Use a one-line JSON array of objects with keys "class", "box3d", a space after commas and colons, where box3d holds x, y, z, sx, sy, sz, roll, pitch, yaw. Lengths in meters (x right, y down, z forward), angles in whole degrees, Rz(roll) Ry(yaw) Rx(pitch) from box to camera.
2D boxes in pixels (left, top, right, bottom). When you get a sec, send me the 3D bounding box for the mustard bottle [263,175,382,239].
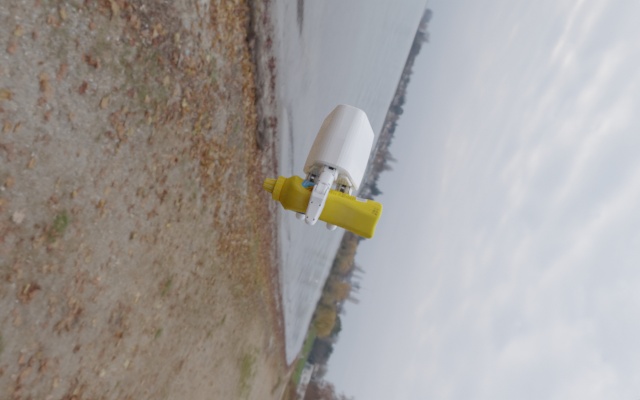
[{"class": "mustard bottle", "box3d": [0.000, 0.003, 0.760, 0.191, 0.058, 0.096, 19, 12, 5]}]
